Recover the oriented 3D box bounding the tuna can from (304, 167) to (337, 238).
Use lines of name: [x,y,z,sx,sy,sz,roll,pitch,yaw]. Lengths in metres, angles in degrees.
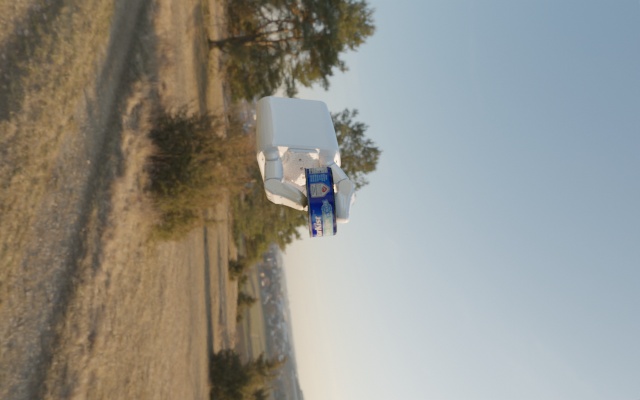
tuna can: [0.001,0.002,0.583,0.034,0.086,0.086,-5,0,-1]
